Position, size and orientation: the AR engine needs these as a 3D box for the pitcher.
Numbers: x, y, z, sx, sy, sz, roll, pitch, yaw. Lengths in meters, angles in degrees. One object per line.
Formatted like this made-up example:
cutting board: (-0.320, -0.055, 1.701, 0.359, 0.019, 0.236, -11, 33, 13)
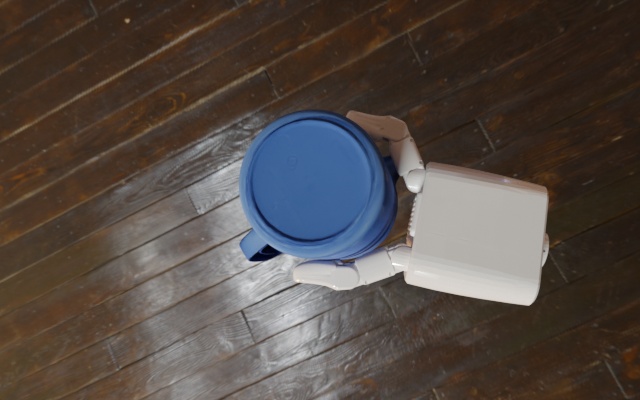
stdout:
pitcher: (0.000, 0.001, 0.452, 0.145, 0.149, 0.243, 12, -2, 9)
